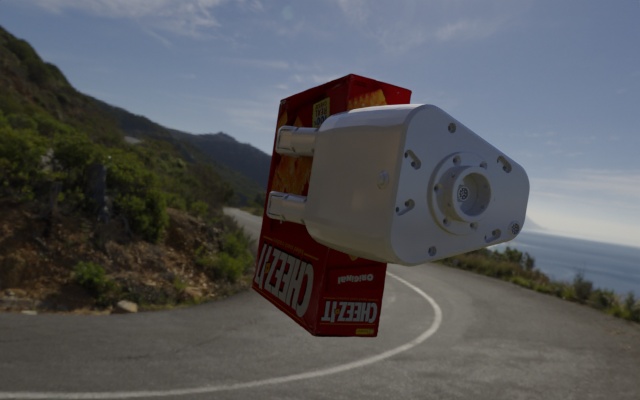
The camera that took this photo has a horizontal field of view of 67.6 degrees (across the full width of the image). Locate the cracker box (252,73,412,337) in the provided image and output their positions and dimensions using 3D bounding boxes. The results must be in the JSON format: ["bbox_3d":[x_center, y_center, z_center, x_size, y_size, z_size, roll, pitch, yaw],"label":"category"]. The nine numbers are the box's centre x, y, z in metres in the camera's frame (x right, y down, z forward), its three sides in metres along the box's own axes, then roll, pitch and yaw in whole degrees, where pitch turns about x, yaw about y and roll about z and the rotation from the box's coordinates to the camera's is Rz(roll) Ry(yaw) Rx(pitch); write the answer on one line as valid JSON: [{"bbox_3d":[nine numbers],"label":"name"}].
[{"bbox_3d":[0.000,0.001,0.460,0.072,0.213,0.164,9,1,-26],"label":"cracker box"}]
